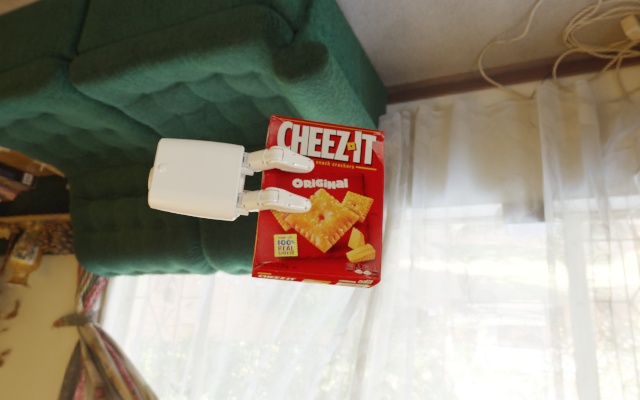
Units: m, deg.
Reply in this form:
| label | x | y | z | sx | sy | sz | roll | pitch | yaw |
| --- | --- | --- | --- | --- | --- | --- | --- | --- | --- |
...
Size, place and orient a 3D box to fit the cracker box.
| label | x | y | z | sx | sy | sz | roll | pitch | yaw |
| --- | --- | --- | --- | --- | --- | --- | --- | --- | --- |
| cracker box | 0.000 | 0.002 | 0.643 | 0.164 | 0.213 | 0.072 | 7 | -19 | -9 |
